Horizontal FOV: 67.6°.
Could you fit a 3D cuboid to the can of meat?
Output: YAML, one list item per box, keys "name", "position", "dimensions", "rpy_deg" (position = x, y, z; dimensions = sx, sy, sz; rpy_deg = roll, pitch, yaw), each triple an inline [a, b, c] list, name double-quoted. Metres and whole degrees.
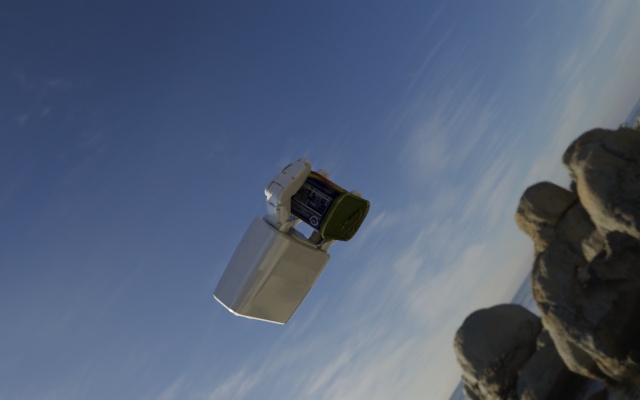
- name: "can of meat"
  position: [0.000, 0.002, 0.567]
  dimensions: [0.084, 0.057, 0.102]
  rpy_deg: [32, 6, 24]
